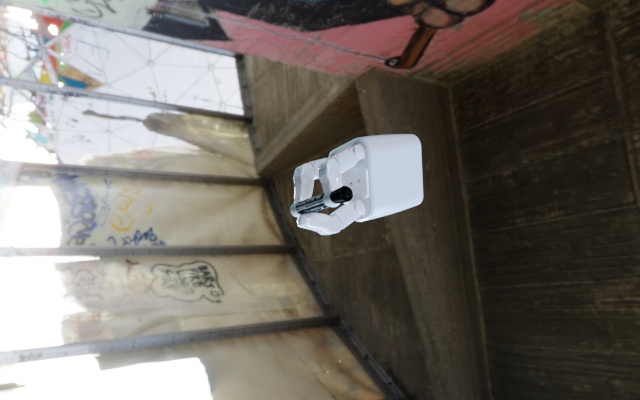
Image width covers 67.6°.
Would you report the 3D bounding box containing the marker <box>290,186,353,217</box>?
[{"bbox_3d":[0.000,0.002,0.582,0.020,0.020,0.121,0,-10,-33],"label":"marker"}]
